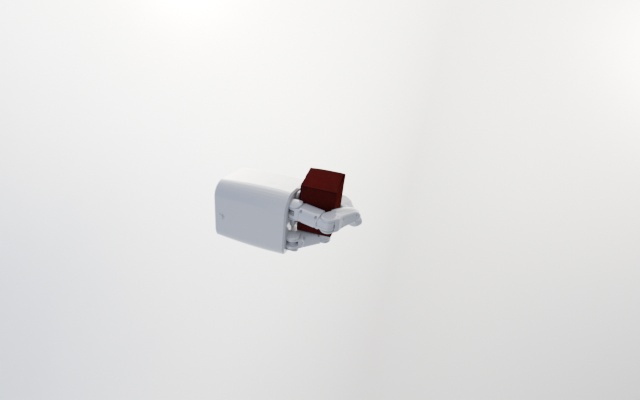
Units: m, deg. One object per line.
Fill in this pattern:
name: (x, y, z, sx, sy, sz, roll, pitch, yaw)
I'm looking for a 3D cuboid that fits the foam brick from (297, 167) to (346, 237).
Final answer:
foam brick: (0.000, 0.002, 0.661, 0.051, 0.078, 0.053, 14, 35, 9)
